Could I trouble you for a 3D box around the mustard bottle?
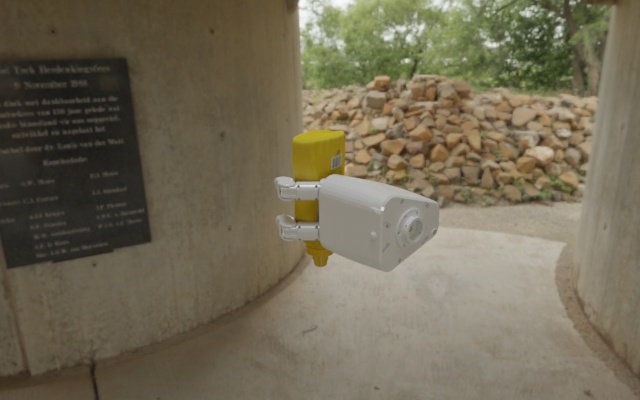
[{"bbox_3d":[0.000,0.002,0.666,0.058,0.192,0.096,8,19,25],"label":"mustard bottle"}]
